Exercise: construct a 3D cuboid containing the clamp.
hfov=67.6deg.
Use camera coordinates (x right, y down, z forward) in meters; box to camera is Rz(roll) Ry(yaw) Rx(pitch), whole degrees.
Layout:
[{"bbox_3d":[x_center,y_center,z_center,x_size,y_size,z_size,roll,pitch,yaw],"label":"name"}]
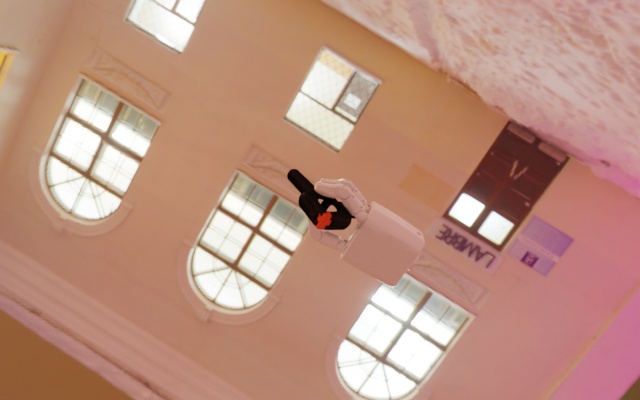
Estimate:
[{"bbox_3d":[0.000,0.004,0.817,0.164,0.036,0.210,30,13,2],"label":"clamp"}]
